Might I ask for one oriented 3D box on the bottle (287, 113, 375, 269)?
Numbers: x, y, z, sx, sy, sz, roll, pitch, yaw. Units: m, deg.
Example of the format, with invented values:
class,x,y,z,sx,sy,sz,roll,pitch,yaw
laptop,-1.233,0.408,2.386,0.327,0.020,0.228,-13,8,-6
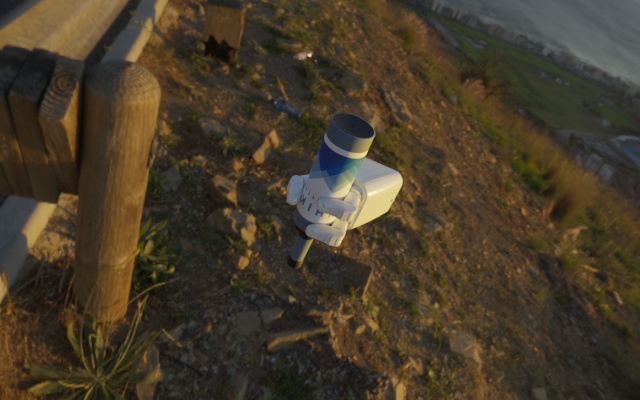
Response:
class,x,y,z,sx,sy,sz,roll,pitch,yaw
bottle,0.000,0.002,0.765,0.069,0.296,0.069,15,37,-12
